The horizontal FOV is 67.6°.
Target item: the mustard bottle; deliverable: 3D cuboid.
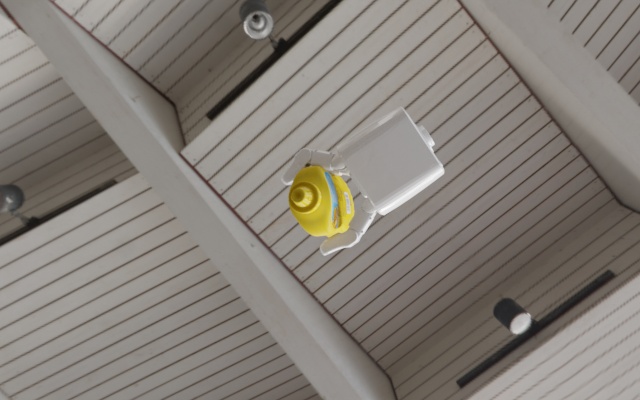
[{"bbox_3d":[0.000,0.002,0.670,0.058,0.096,0.191,-8,-7,15],"label":"mustard bottle"}]
